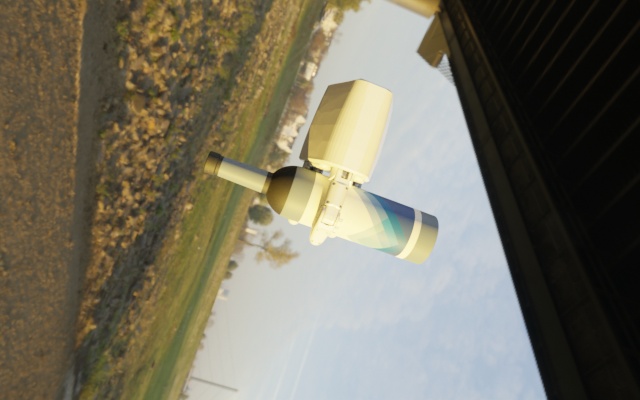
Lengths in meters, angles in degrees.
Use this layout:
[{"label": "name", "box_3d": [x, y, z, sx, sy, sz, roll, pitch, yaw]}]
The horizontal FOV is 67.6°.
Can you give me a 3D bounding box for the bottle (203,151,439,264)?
[{"label": "bottle", "box_3d": [0.000, 0.002, 0.598, 0.296, 0.069, 0.069, 20, -3, -9]}]
